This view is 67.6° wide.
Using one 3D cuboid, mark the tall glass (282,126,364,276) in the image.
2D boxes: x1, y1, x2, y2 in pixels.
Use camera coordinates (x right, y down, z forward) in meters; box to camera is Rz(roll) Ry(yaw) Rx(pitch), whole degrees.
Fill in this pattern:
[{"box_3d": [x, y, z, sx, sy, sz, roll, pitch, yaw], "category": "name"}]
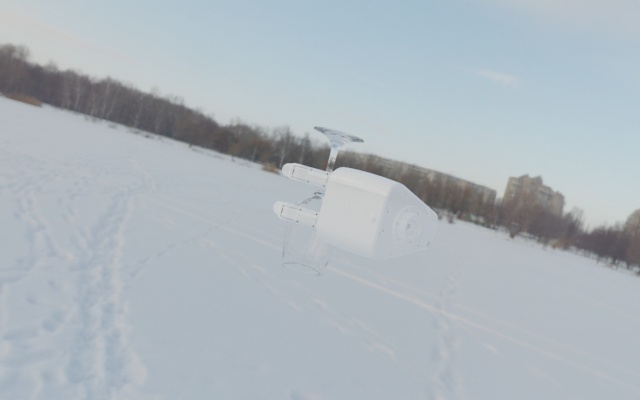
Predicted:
[{"box_3d": [0.000, 0.002, 0.678, 0.079, 0.201, 0.079, 15, 2, -1], "category": "tall glass"}]
